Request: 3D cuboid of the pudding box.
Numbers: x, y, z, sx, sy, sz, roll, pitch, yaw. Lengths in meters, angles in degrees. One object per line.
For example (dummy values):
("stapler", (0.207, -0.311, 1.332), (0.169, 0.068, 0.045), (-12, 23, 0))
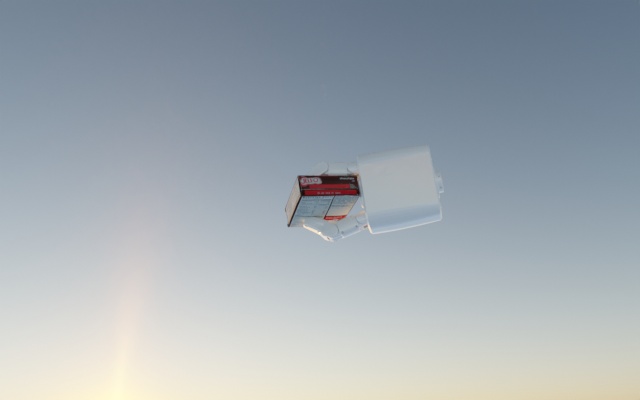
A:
("pudding box", (0.000, 0.003, 0.721), (0.090, 0.039, 0.113), (0, -28, -15))
